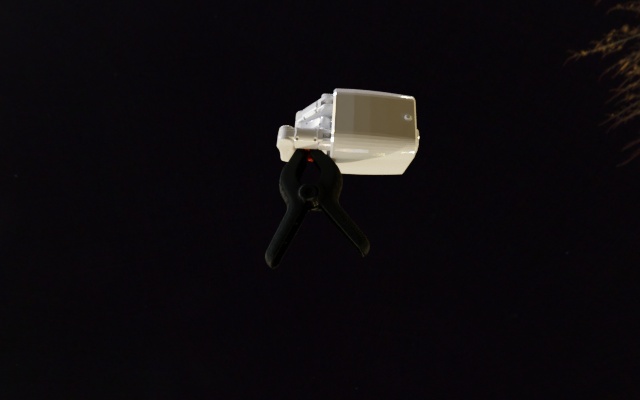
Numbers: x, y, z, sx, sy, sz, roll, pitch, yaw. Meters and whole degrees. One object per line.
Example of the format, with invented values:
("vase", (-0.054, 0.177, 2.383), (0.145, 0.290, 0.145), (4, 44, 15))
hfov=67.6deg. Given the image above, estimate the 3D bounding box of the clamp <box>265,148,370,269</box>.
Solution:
("clamp", (0.000, 0.002, 0.582), (0.120, 0.171, 0.039), (2, -25, 3))
